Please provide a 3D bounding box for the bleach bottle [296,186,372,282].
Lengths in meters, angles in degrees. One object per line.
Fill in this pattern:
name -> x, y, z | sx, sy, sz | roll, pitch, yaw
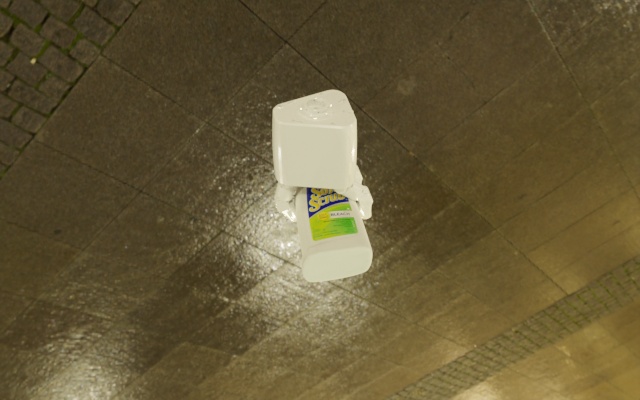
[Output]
bleach bottle -> 0.000, 0.002, 0.734 | 0.102, 0.068, 0.250 | -8, 45, -9
